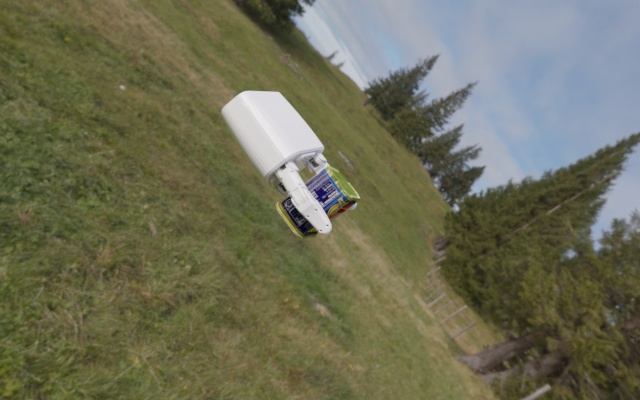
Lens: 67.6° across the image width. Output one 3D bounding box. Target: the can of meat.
[{"bbox_3d":[0.000,0.002,0.631,0.084,0.057,0.102,-38,-10,9],"label":"can of meat"}]
